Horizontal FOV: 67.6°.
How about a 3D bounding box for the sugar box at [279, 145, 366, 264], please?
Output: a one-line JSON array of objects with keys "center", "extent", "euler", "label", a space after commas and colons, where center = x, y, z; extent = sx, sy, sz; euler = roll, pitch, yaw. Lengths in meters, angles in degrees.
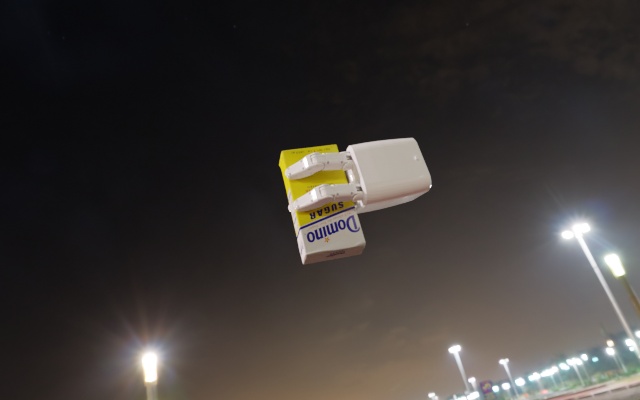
[{"center": [0.000, 0.002, 0.726], "extent": [0.093, 0.176, 0.048], "euler": [-9, -28, -13], "label": "sugar box"}]
